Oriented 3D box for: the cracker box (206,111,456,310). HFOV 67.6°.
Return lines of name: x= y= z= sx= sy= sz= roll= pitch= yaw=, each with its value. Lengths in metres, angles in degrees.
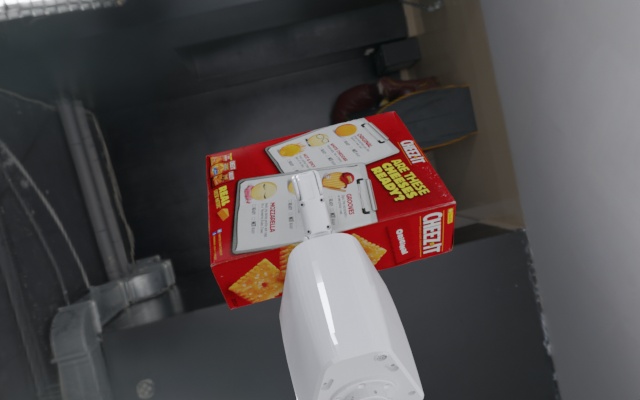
cracker box: x=0.000 y=0.001 z=0.475 sx=0.213 sy=0.072 sz=0.164 roll=-14 pitch=41 yaw=-4
